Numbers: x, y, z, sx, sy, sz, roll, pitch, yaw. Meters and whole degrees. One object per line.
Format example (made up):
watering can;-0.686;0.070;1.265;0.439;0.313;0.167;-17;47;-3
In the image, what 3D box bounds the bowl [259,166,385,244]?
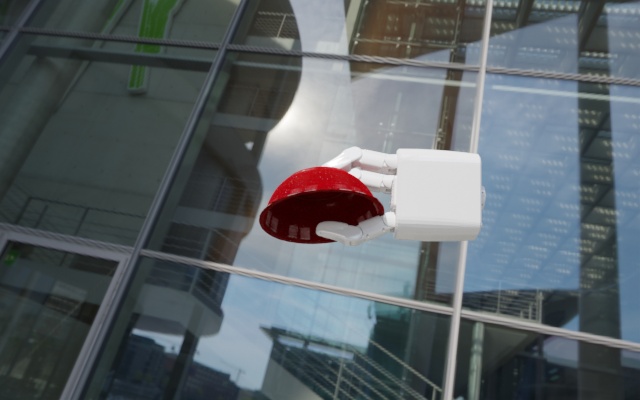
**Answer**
bowl;-0.001;0.002;0.625;0.162;0.055;0.162;-4;-27;-2
